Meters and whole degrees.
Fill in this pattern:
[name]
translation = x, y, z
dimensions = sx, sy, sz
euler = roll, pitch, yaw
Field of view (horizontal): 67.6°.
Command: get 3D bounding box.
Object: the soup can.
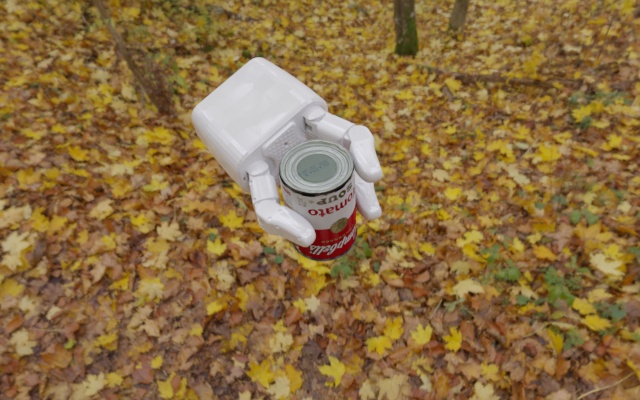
[soup can]
translation = 0.000, 0.002, 0.449
dimensions = 0.068, 0.068, 0.102
euler = 0, -40, 5
